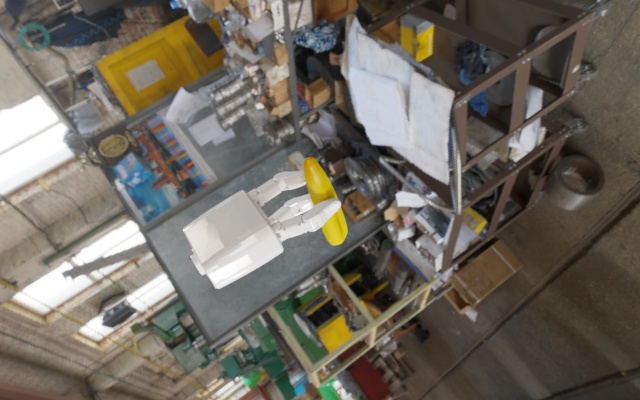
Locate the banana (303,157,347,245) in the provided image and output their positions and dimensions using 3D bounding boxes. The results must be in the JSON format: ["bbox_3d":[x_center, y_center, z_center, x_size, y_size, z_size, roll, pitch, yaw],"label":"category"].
[{"bbox_3d":[0.010,0.017,0.724,0.037,0.069,0.198,-30,-35,-8],"label":"banana"}]
